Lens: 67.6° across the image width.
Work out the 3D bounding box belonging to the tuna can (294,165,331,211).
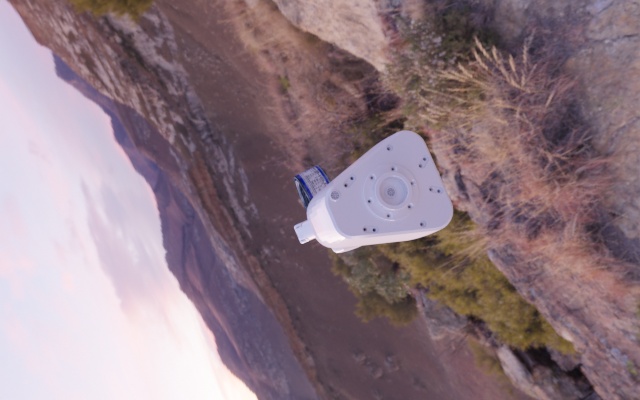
[{"bbox_3d":[0.000,0.002,0.583,0.034,0.086,0.086,-26,4,-8],"label":"tuna can"}]
